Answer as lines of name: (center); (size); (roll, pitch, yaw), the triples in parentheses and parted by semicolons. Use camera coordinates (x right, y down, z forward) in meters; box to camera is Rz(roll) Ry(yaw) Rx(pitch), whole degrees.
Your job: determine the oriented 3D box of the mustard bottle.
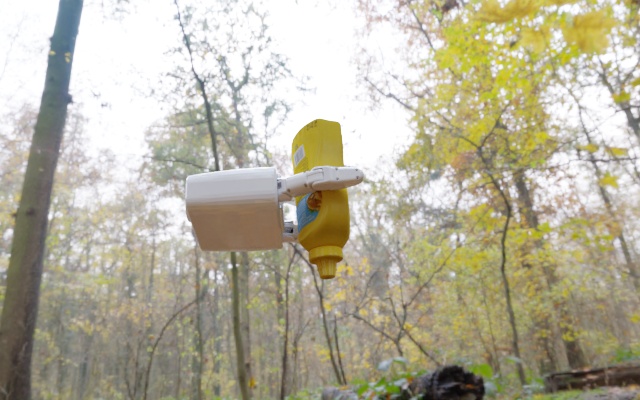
mustard bottle: (0.000, 0.002, 0.590); (0.058, 0.191, 0.096); (7, -25, -25)
